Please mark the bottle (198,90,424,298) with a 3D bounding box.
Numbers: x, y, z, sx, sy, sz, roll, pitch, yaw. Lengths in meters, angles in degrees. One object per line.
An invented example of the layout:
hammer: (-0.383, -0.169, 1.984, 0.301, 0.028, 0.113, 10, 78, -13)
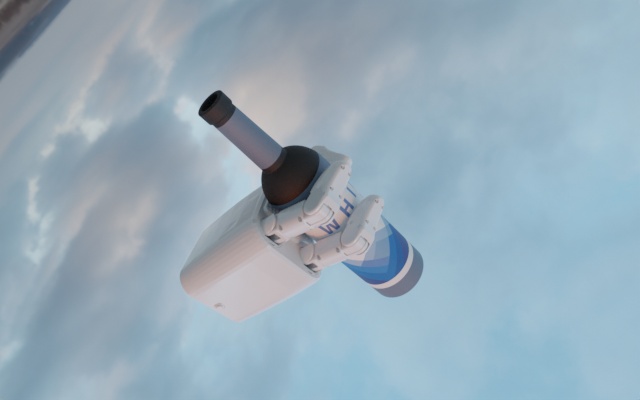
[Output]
bottle: (0.000, 0.002, 0.470, 0.069, 0.069, 0.296, 0, -33, 47)
